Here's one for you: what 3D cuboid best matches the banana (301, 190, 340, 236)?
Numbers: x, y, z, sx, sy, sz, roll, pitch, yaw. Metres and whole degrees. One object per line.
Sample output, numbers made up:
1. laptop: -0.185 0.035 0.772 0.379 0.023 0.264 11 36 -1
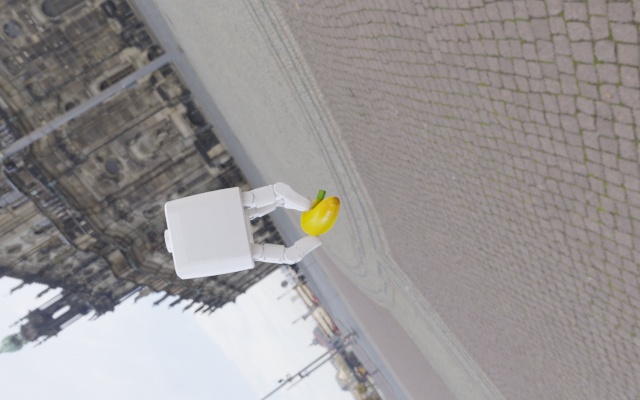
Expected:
1. banana: -0.005 0.020 0.705 0.037 0.069 0.198 13 3 -8
